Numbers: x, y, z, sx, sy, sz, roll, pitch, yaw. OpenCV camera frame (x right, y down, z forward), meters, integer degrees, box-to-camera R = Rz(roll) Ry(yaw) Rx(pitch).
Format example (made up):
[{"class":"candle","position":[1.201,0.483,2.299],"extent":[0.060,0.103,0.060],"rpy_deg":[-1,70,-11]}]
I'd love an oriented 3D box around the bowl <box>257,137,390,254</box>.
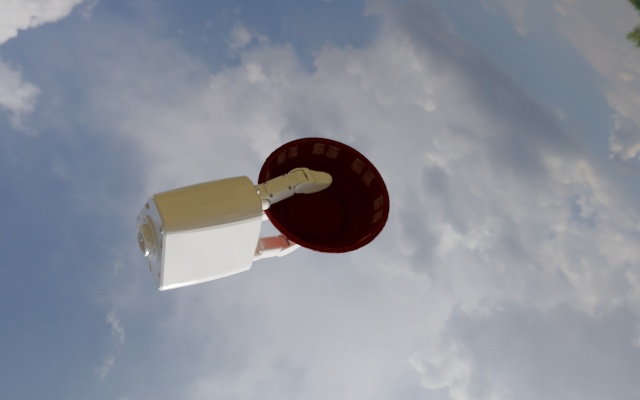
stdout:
[{"class":"bowl","position":[0.001,0.002,0.587],"extent":[0.162,0.162,0.055],"rpy_deg":[0,-31,-16]}]
